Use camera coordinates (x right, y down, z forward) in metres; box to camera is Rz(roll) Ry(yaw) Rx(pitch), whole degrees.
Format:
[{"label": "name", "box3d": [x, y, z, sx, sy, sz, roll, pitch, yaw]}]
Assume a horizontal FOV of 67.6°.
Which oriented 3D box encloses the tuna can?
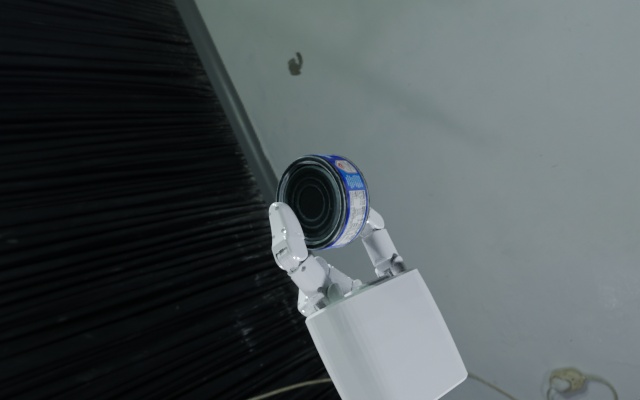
[{"label": "tuna can", "box3d": [0.000, 0.001, 0.426, 0.086, 0.086, 0.034, 0, 3, 42]}]
